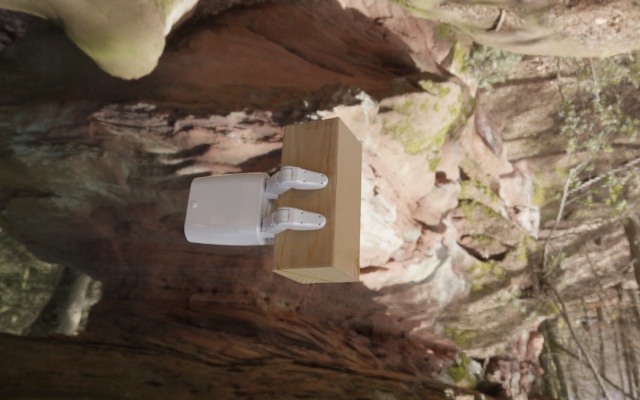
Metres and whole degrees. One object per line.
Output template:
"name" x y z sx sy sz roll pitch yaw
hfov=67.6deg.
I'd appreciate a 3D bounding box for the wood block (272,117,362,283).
"wood block" 0.000 0.002 0.657 0.090 0.206 0.091 -7 -23 24
